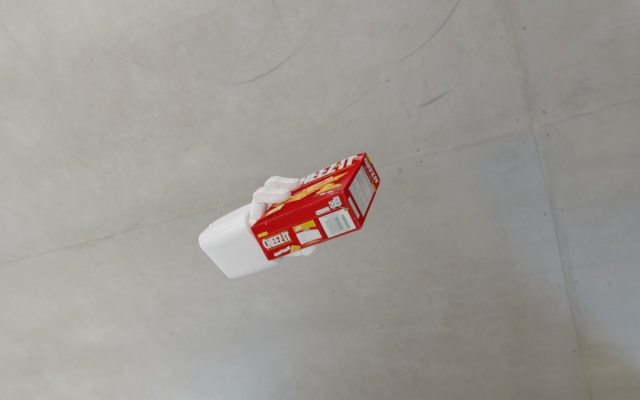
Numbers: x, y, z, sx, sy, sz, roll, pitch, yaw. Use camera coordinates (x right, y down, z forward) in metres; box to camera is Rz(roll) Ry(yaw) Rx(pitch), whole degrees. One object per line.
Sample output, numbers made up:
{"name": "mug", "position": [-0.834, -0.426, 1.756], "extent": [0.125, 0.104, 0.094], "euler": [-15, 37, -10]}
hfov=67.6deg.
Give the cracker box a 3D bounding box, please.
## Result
{"name": "cracker box", "position": [0.000, 0.003, 0.794], "extent": [0.164, 0.072, 0.213], "euler": [-22, 14, 22]}
